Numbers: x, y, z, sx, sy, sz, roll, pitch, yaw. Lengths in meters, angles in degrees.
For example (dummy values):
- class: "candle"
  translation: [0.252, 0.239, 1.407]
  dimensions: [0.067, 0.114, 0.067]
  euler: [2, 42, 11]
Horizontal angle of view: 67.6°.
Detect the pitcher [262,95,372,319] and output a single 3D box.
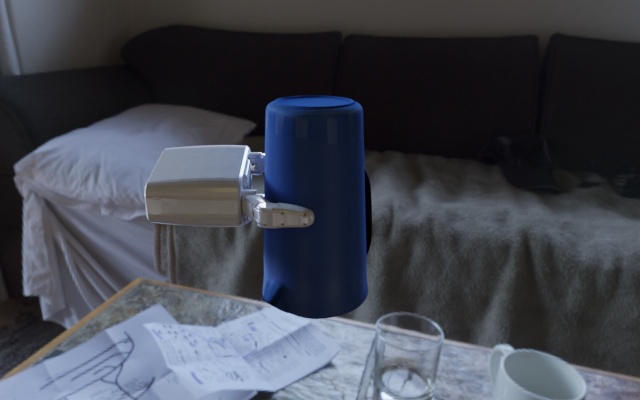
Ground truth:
- class: "pitcher"
  translation: [0.000, 0.002, 0.572]
  dimensions: [0.145, 0.243, 0.149]
  euler: [0, 20, -2]
